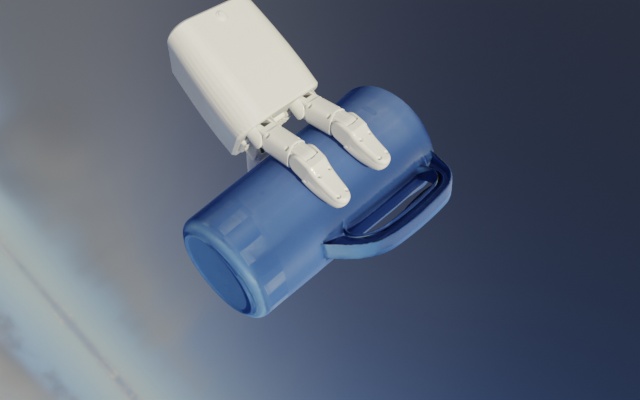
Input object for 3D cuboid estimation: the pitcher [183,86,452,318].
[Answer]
[{"bbox_3d":[0.000,0.001,0.464,0.242,0.145,0.149,-40,5,-29],"label":"pitcher"}]
